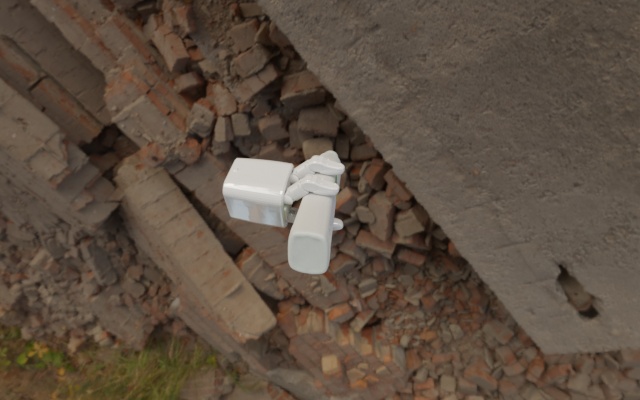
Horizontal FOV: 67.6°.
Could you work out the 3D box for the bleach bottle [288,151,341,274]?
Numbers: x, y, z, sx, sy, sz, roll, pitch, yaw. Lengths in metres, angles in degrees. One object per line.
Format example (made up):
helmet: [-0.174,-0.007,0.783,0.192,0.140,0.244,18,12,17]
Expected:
bleach bottle: [0.000,0.003,0.846,0.068,0.103,0.250,7,42,6]
